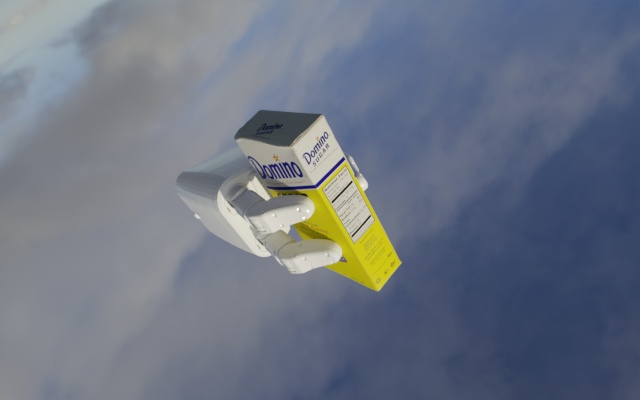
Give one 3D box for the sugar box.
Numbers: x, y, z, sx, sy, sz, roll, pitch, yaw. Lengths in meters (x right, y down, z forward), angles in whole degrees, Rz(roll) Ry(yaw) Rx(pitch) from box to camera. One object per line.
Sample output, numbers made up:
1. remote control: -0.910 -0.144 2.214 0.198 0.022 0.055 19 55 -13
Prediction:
1. sugar box: 0.000 0.002 0.436 0.093 0.048 0.176 16 -32 49
